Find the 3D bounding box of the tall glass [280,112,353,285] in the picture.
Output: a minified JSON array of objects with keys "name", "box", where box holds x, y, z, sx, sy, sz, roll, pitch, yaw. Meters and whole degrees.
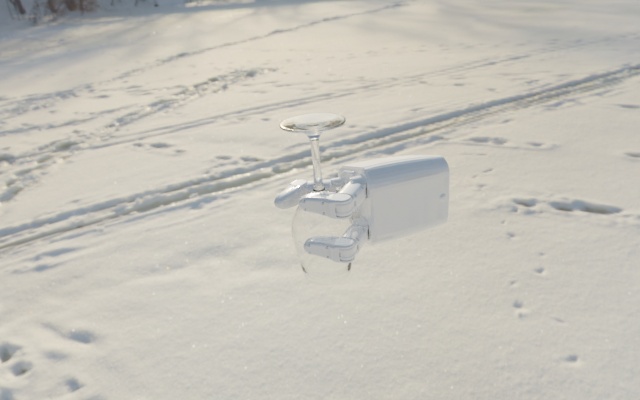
[{"name":"tall glass","box":[0.000,0.001,0.573,0.079,0.201,0.079,-4,25,2]}]
